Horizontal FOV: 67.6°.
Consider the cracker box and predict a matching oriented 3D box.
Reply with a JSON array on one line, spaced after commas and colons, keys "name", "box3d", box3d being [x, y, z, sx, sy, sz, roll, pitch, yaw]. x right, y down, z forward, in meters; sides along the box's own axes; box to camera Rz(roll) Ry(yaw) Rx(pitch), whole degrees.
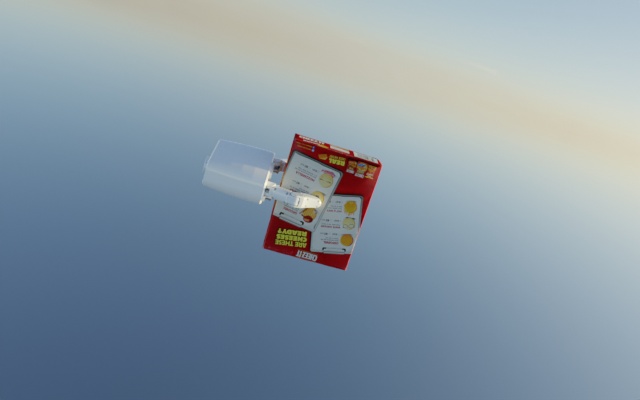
[{"name": "cracker box", "box3d": [0.000, 0.003, 0.882, 0.164, 0.214, 0.072, 16, 17, -6]}]
